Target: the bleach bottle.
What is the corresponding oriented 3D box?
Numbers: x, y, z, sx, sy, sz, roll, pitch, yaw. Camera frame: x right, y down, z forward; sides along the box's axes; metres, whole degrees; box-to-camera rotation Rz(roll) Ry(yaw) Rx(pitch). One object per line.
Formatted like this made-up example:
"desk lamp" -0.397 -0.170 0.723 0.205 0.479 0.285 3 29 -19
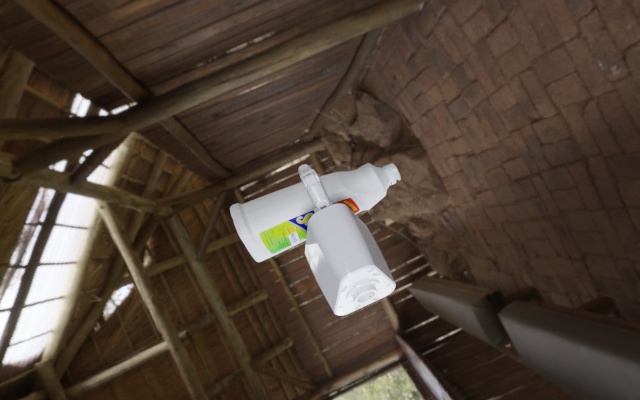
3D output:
"bleach bottle" 0.000 0.002 0.716 0.251 0.068 0.103 -24 -36 -4
